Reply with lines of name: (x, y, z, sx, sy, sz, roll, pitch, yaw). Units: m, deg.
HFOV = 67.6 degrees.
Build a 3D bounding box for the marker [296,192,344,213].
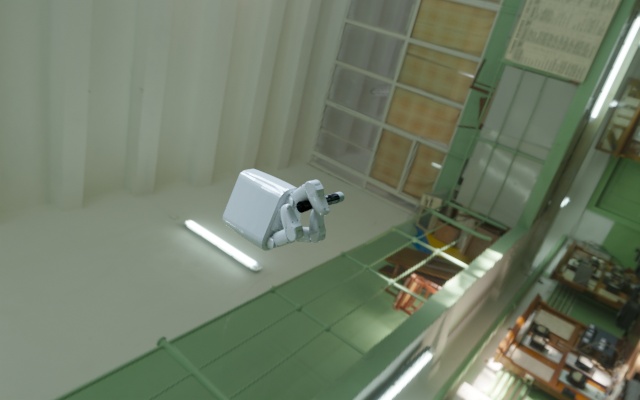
marker: (0.000, 0.003, 0.805, 0.020, 0.020, 0.121, 0, 9, 36)
